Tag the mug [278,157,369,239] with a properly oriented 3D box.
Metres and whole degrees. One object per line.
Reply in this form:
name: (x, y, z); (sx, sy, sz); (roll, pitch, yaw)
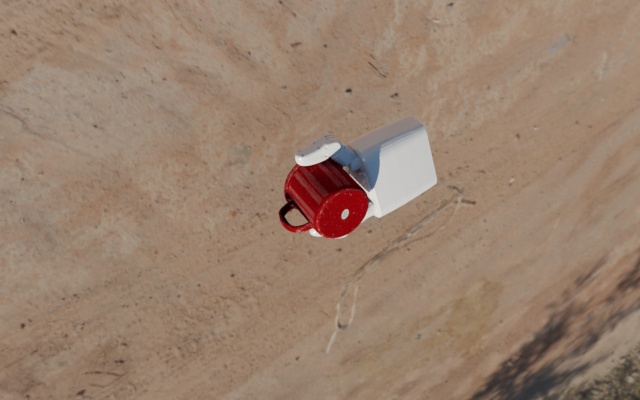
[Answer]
mug: (-0.001, 0.003, 0.628); (0.117, 0.093, 0.081); (-30, 45, -12)
